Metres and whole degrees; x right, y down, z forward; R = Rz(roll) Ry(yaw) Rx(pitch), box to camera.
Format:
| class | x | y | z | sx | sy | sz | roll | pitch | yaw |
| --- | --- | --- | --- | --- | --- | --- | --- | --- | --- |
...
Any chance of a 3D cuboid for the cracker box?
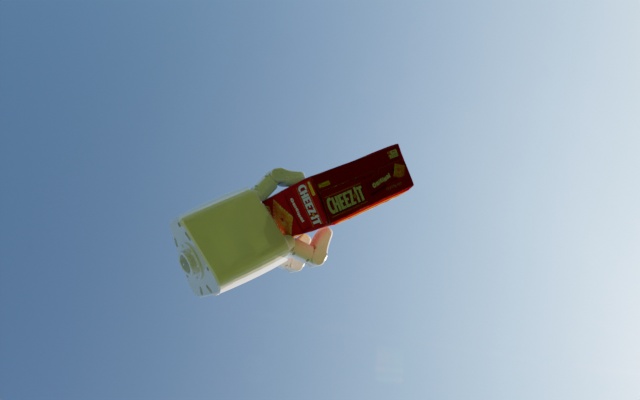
| class | x | y | z | sx | sy | sz | roll | pitch | yaw |
| --- | --- | --- | --- | --- | --- | --- | --- | --- | --- |
| cracker box | 0.000 | 0.002 | 0.680 | 0.164 | 0.072 | 0.214 | -24 | 1 | -37 |
